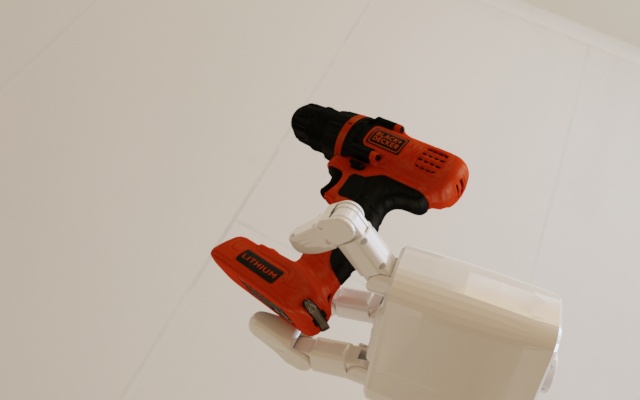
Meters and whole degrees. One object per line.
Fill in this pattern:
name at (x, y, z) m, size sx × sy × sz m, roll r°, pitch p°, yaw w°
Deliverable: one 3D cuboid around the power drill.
power drill at (0.000, 0.002, 0.401) m, size 0.184 × 0.187 × 0.057 m, roll 28°, pitch -21°, yaw 36°
